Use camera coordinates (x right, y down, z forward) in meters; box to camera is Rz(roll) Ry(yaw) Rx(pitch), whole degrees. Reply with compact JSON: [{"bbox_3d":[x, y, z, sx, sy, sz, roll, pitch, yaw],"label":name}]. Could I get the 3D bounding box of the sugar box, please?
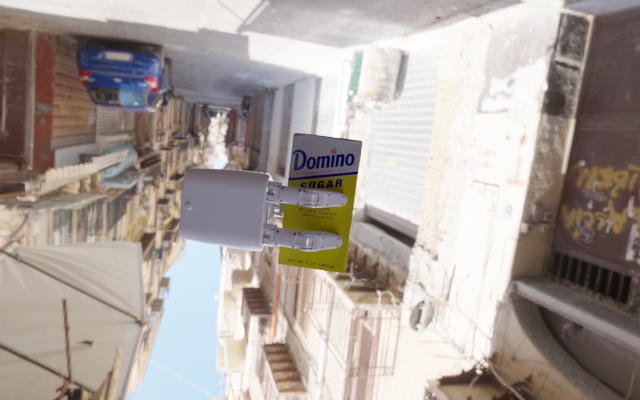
[{"bbox_3d":[0.000,0.002,0.638,0.093,0.176,0.048,7,8,4],"label":"sugar box"}]
